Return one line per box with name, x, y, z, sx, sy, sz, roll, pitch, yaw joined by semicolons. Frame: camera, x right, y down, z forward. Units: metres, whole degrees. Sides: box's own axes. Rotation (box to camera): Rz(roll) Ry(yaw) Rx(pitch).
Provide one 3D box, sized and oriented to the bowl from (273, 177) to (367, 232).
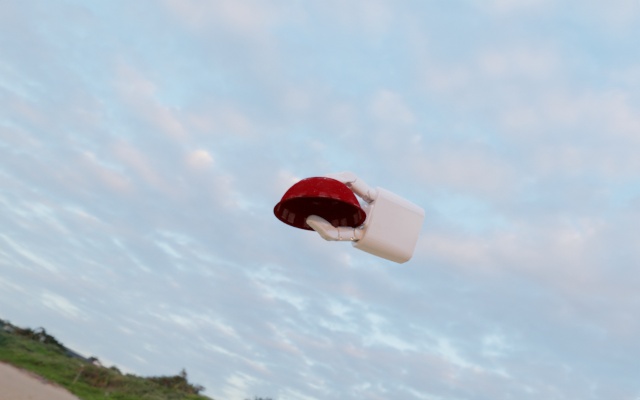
bowl;-0.001;0.002;0.832;0.162;0.055;0.162;3;-24;1
